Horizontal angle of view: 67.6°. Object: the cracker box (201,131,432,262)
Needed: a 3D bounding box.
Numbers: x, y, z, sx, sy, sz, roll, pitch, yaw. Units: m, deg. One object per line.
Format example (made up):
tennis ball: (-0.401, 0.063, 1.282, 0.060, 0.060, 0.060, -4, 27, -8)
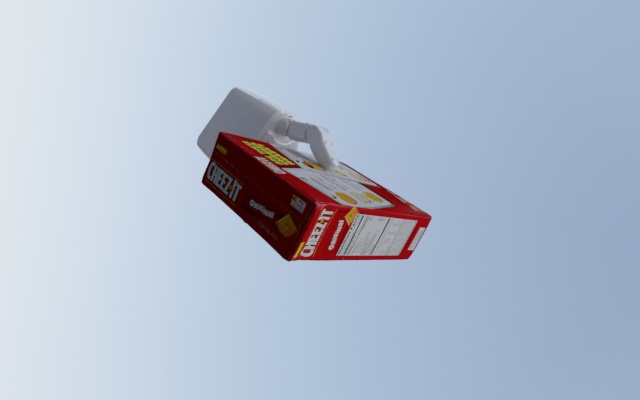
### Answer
cracker box: (0.000, 0.002, 0.543, 0.214, 0.072, 0.164, 7, 22, -49)
